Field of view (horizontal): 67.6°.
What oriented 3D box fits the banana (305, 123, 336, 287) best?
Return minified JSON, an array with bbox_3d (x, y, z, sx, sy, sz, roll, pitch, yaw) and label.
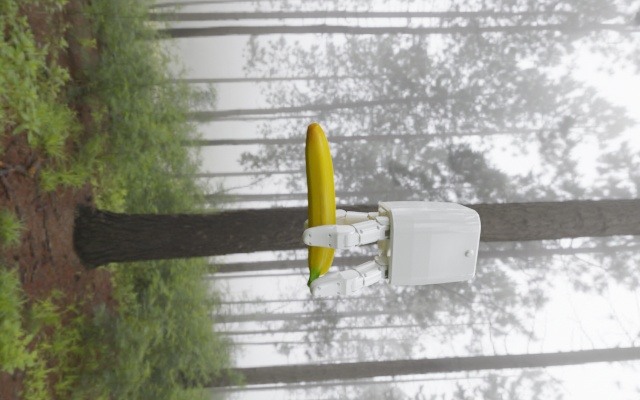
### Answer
[{"bbox_3d":[0.001,0.006,0.595,0.037,0.198,0.069,-1,-2,2],"label":"banana"}]
